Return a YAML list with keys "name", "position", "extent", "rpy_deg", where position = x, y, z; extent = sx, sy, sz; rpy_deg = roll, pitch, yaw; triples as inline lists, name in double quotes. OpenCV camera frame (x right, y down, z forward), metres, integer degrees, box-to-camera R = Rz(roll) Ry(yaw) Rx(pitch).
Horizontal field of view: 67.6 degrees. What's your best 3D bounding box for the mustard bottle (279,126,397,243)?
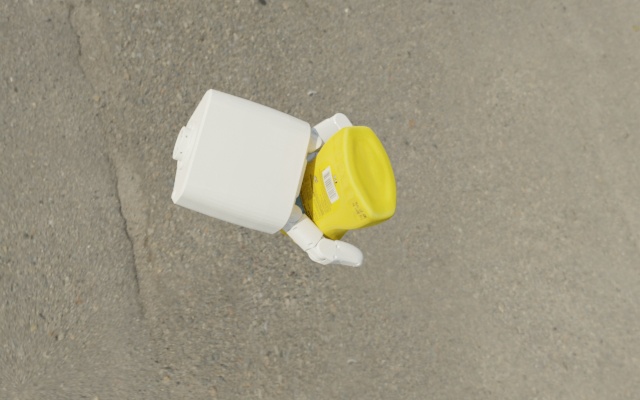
- name: "mustard bottle"
  position: [0.001, 0.002, 0.519]
  extent: [0.058, 0.096, 0.192]
  rpy_deg: [-9, -14, -34]
